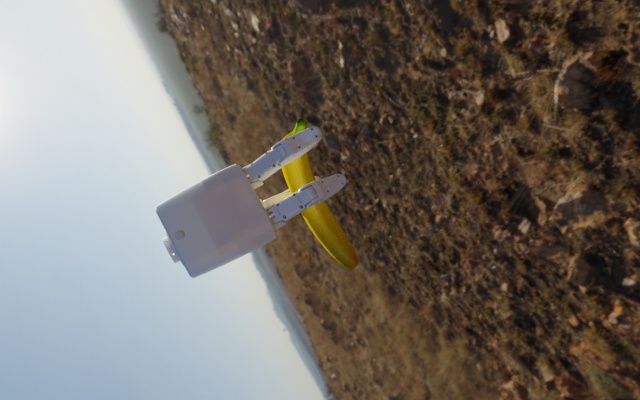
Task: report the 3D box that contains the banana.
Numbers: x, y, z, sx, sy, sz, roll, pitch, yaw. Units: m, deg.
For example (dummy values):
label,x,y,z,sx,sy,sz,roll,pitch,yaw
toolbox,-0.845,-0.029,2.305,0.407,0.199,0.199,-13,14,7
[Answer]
label,x,y,z,sx,sy,sz,roll,pitch,yaw
banana,-0.009,-0.002,0.601,0.037,0.198,0.069,-28,15,-19
